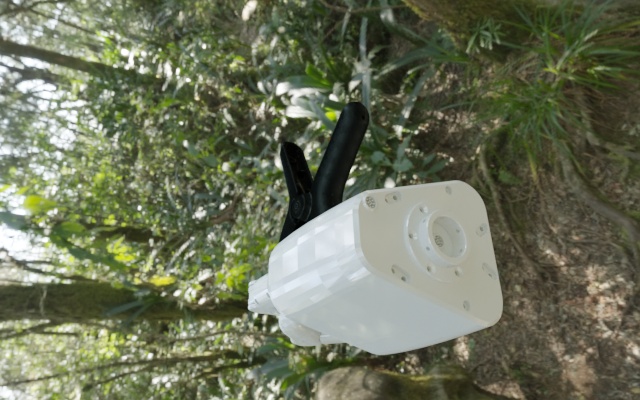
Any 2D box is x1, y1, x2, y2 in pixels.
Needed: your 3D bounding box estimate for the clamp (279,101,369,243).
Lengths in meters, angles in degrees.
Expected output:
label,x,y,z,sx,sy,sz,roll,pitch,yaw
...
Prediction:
label,x,y,z,sx,sy,sz,roll,pitch,yaw
clamp,-0.001,0.001,0.404,0.039,0.171,0.120,11,-27,-27
